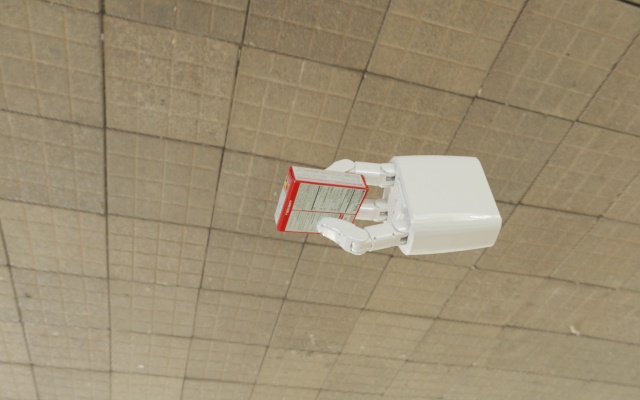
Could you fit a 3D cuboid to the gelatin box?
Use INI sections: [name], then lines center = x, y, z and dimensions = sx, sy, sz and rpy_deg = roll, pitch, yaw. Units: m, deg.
[gelatin box]
center = 0.000, 0.002, 0.531
dimensions = 0.089, 0.073, 0.030
rpy_deg = 4, 39, -21
